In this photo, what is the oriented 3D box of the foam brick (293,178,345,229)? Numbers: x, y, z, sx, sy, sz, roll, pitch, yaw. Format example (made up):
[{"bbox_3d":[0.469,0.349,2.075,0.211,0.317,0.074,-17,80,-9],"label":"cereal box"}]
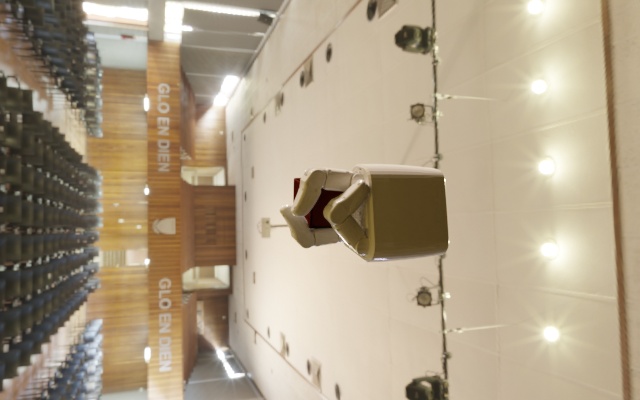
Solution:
[{"bbox_3d":[0.000,0.002,0.606,0.051,0.053,0.078,-2,12,-19],"label":"foam brick"}]
